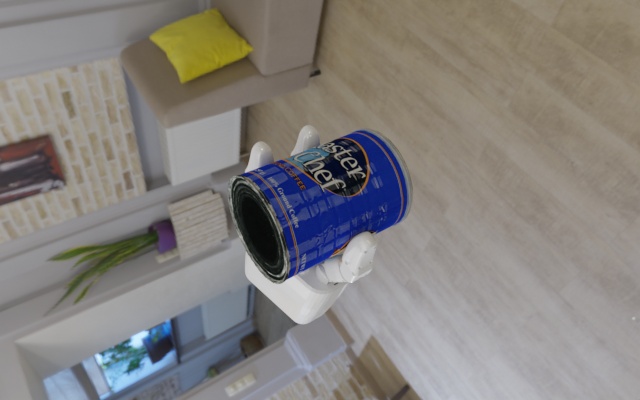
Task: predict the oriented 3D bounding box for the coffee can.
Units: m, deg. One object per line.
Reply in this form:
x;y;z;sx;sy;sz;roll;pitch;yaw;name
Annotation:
0.000;0.001;0.446;0.140;0.103;0.103;-24;11;-28;coffee can
